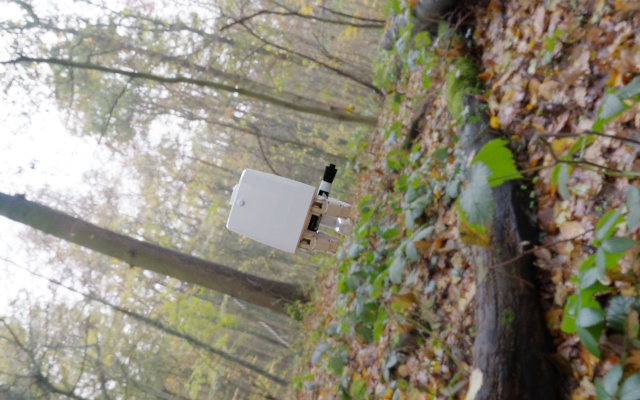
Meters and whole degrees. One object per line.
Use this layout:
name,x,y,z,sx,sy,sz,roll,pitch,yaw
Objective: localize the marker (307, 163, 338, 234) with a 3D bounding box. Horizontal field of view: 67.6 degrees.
marker,0.000,0.002,0.724,0.020,0.121,0.020,18,7,-2
